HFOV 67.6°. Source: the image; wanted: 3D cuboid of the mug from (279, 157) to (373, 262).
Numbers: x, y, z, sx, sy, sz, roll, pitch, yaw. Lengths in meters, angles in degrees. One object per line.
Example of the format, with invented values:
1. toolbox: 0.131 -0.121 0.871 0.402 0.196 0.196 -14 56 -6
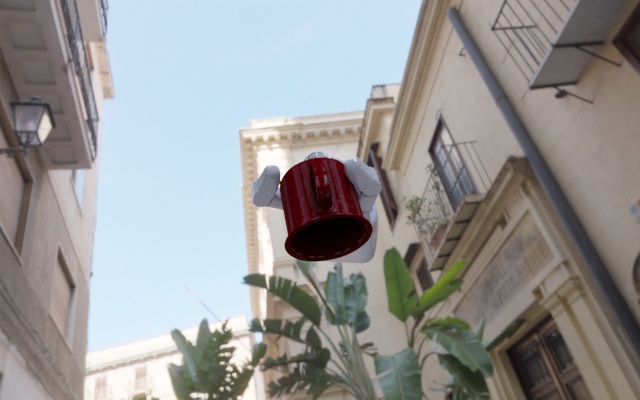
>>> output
1. mug: 0.000 0.001 0.503 0.093 0.081 0.117 -12 -34 -2
